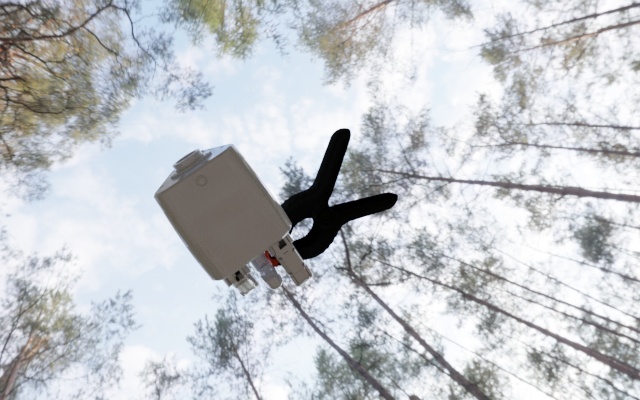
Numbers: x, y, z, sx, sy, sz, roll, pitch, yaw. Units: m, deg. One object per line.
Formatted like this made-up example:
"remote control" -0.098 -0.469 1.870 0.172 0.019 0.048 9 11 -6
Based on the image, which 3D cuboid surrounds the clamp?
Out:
"clamp" 0.000 0.002 0.546 0.171 0.120 0.039 -36 21 -11
